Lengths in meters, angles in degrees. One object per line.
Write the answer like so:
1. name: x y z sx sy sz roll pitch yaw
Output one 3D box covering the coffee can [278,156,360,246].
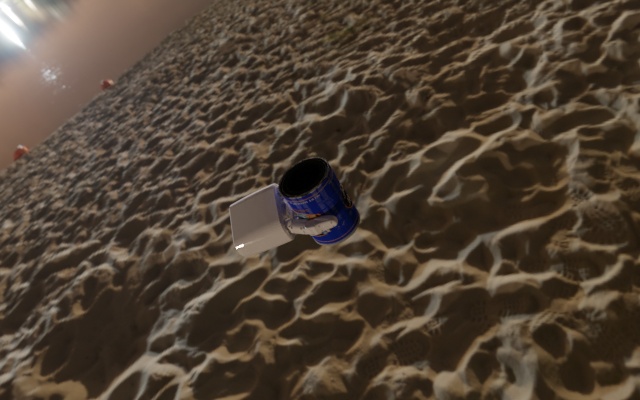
1. coffee can: 0.000 0.003 0.890 0.103 0.102 0.140 0 -41 36
